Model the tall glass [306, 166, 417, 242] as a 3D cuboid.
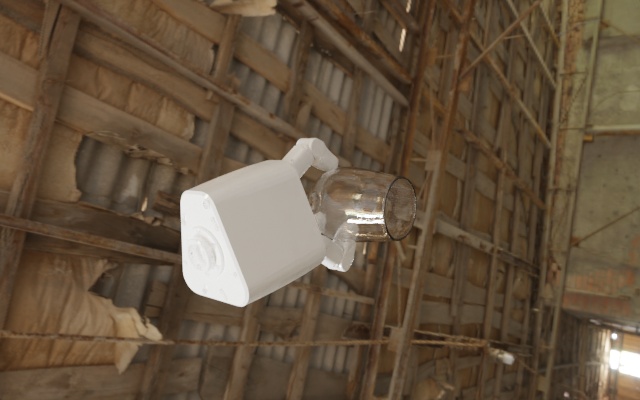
[{"bbox_3d":[0.000,0.002,0.516,0.201,0.079,0.079,5,3,39],"label":"tall glass"}]
